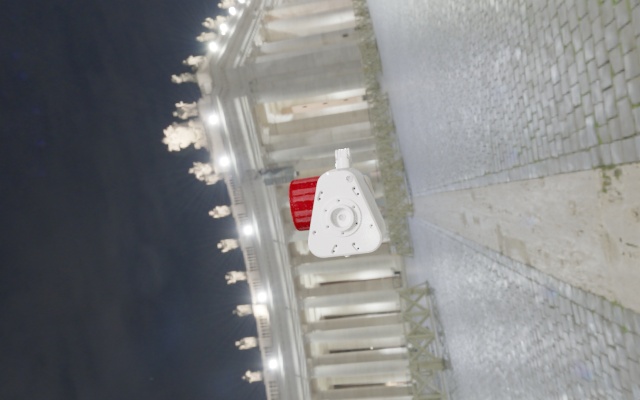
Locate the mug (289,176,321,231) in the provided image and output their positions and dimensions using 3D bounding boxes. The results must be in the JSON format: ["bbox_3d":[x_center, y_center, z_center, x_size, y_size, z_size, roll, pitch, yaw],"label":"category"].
[{"bbox_3d":[0.000,0.002,0.754,0.081,0.093,0.117,-8,2,8],"label":"mug"}]
